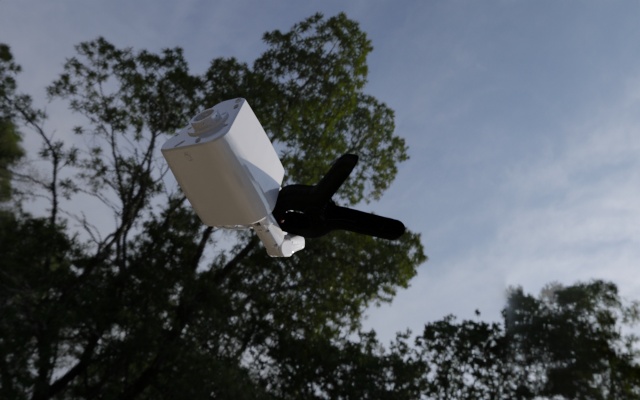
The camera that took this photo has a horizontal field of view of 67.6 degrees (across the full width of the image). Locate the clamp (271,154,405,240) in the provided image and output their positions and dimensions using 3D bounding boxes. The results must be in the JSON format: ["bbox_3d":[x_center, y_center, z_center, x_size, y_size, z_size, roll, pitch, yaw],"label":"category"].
[{"bbox_3d":[0.000,0.001,0.543,0.171,0.120,0.039,-5,37,30],"label":"clamp"}]
